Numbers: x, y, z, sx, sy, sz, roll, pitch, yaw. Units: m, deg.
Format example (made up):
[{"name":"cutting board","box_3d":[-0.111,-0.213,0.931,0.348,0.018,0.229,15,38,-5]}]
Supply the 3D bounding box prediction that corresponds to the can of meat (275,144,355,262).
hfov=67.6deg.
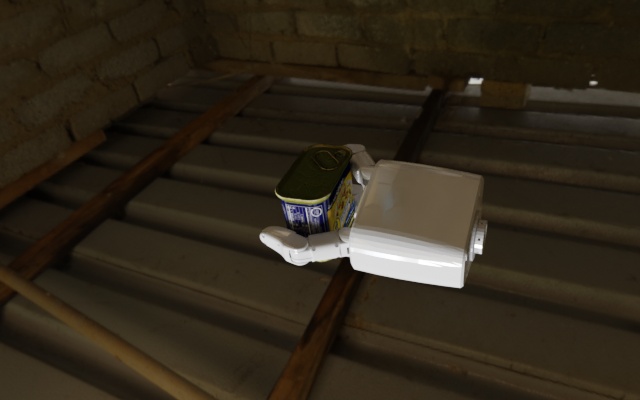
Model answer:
[{"name":"can of meat","box_3d":[0.000,0.002,0.508,0.057,0.084,0.102,7,39,21]}]
